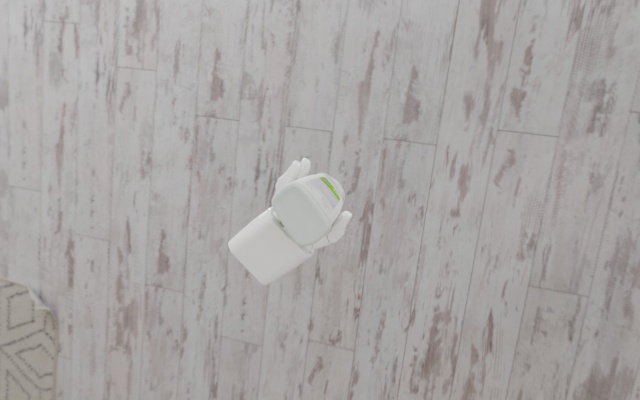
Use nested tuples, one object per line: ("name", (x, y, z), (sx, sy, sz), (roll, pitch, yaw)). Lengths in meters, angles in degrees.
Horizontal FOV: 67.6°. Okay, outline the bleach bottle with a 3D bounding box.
("bleach bottle", (0.000, 0.003, 0.842), (0.068, 0.102, 0.251), (-37, -3, 17))
